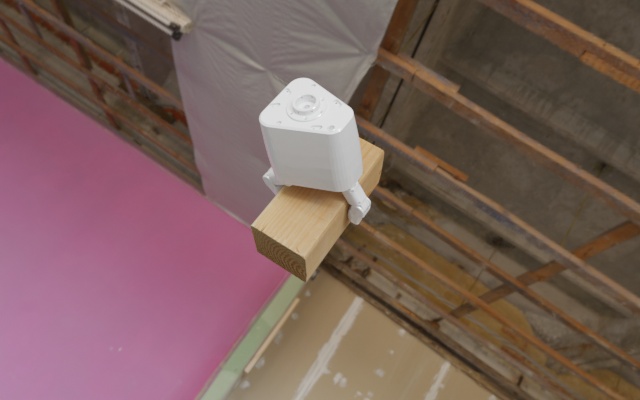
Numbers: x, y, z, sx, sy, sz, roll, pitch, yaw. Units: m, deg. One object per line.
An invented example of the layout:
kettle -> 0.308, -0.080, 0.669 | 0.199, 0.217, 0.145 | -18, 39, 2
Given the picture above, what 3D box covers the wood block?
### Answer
wood block -> 0.000, 0.002, 0.699 | 0.091, 0.206, 0.090 | 30, -26, 16
